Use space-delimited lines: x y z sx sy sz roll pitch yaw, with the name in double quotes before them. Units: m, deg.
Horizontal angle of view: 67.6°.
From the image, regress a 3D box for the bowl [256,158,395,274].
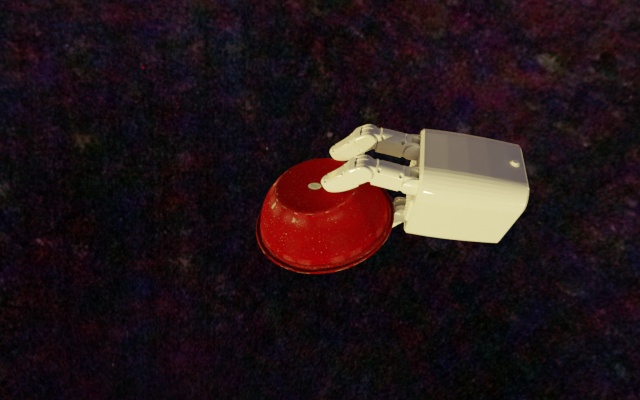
"bowl" -0.001 0.002 0.534 0.162 0.055 0.162 -7 43 7
